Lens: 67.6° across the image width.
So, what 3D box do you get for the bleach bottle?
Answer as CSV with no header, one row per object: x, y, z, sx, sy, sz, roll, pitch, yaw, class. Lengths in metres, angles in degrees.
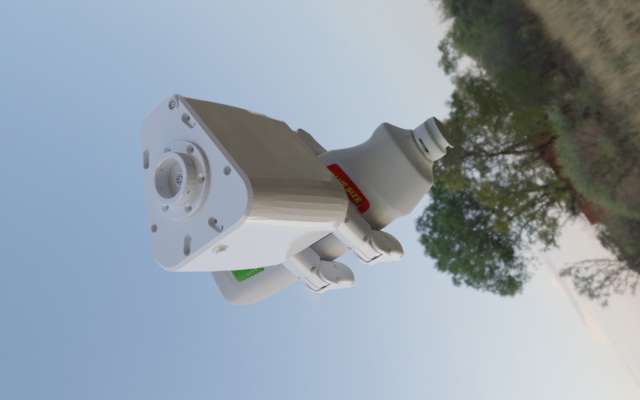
0.000,0.002,0.432,0.251,0.102,0.068,-34,-20,27,bleach bottle
